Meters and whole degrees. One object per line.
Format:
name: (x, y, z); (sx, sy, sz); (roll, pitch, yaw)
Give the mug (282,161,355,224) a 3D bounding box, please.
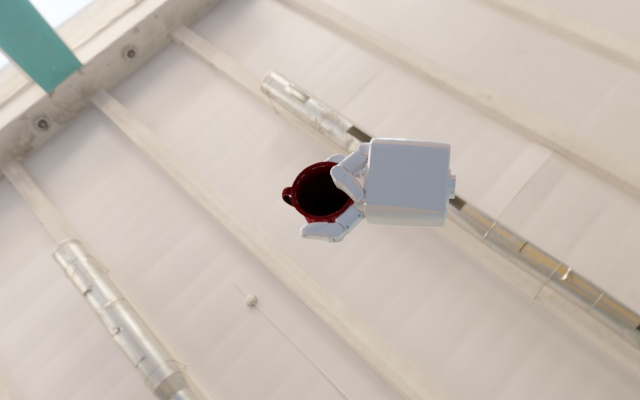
mug: (-0.001, 0.002, 0.700); (0.117, 0.093, 0.081); (4, -26, 16)
